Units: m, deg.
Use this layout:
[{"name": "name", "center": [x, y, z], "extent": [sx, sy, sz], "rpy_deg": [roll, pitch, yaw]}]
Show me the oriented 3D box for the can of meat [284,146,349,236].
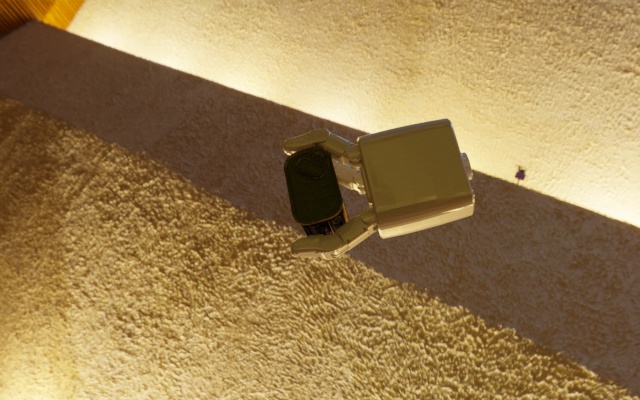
[{"name": "can of meat", "center": [0.000, 0.002, 0.568], "extent": [0.057, 0.102, 0.084], "rpy_deg": [-17, -34, 5]}]
